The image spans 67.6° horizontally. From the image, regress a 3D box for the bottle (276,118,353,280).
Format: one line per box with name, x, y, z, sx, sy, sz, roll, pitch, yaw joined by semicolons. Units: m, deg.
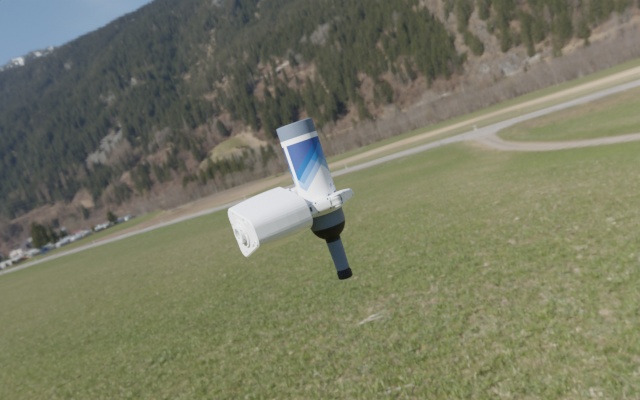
bottle;0.000;0.003;0.861;0.069;0.296;0.069;-18;7;2
